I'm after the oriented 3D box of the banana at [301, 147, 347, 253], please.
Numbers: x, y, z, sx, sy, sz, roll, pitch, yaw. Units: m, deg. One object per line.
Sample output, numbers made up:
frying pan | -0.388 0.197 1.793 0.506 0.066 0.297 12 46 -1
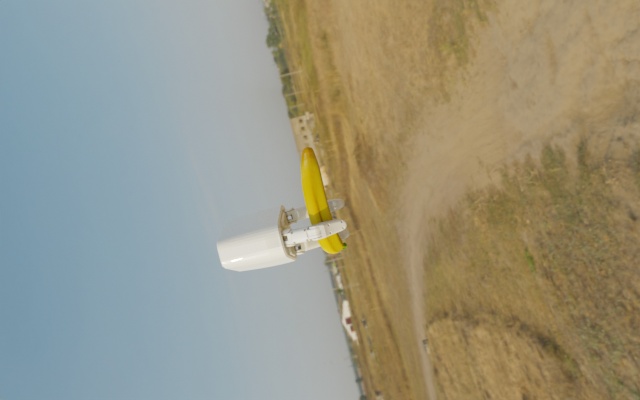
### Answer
banana | 0.000 0.014 0.775 0.037 0.198 0.069 -13 24 11
